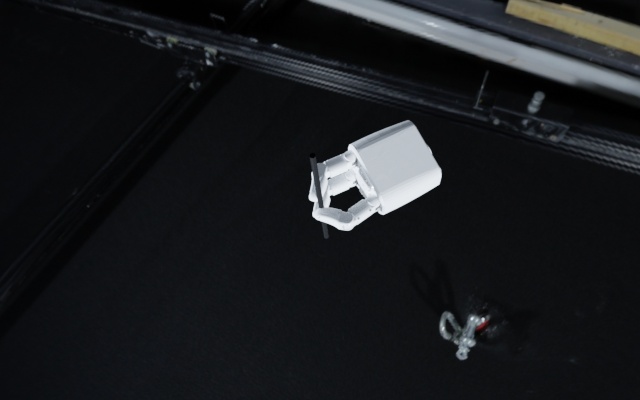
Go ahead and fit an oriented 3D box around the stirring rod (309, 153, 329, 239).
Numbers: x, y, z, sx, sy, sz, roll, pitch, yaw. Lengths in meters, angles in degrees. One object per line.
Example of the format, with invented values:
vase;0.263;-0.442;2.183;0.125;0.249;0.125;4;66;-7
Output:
stirring rod;0.000;0.002;0.703;0.011;0.011;0.240;0;-29;5
